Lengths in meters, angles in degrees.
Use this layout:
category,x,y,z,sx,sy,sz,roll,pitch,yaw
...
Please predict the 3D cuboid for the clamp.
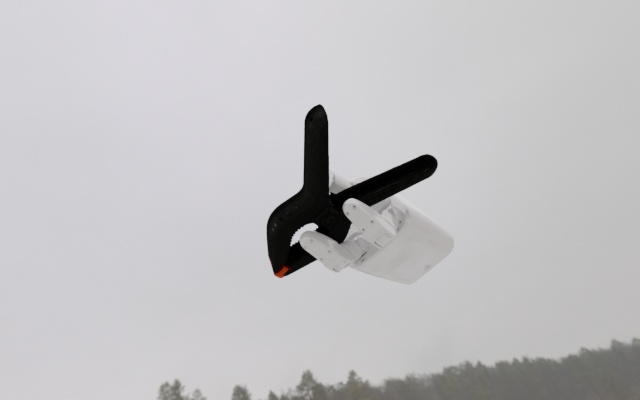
category,x,y,z,sx,sy,sz,roll,pitch,yaw
clamp,0.000,0.001,0.491,0.164,0.036,0.210,25,-60,-39
